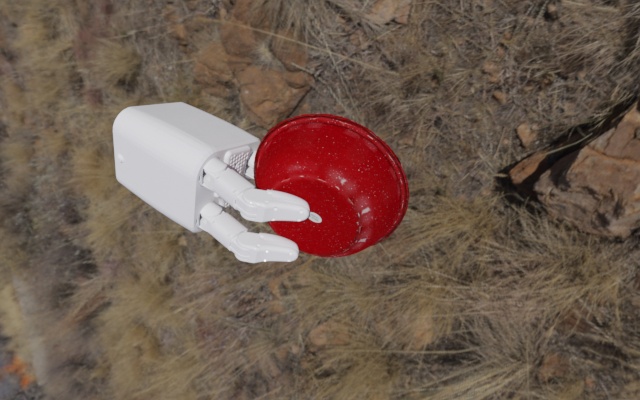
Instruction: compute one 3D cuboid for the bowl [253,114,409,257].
[{"bbox_3d":[0.001,0.002,0.457,0.162,0.162,0.055,0,35,21],"label":"bowl"}]
